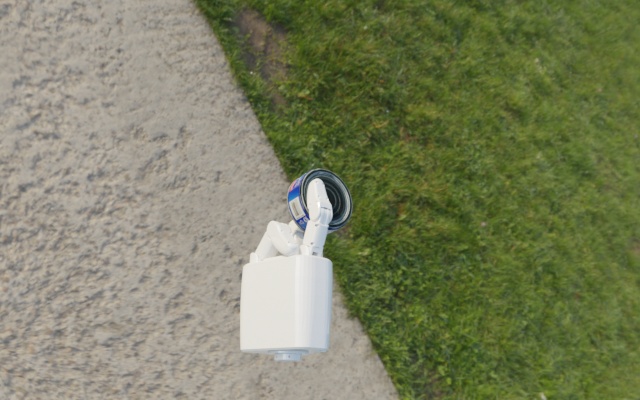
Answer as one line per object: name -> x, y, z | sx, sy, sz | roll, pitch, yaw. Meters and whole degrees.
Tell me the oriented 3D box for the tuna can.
tuna can -> 0.000, 0.002, 0.629 | 0.086, 0.086, 0.034 | 0, -20, -38
